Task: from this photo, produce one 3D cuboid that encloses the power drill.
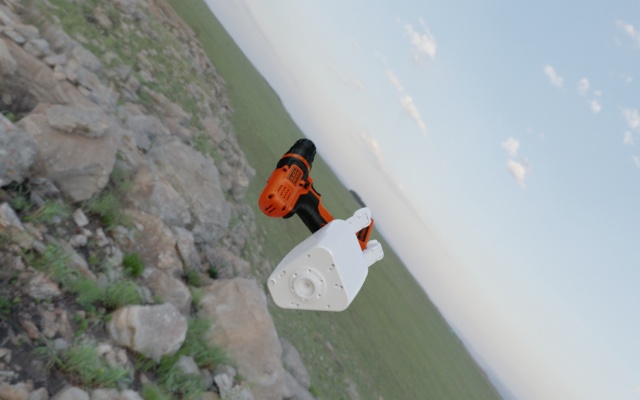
[{"bbox_3d":[0.000,0.003,0.768,0.057,0.188,0.184,-36,18,40],"label":"power drill"}]
